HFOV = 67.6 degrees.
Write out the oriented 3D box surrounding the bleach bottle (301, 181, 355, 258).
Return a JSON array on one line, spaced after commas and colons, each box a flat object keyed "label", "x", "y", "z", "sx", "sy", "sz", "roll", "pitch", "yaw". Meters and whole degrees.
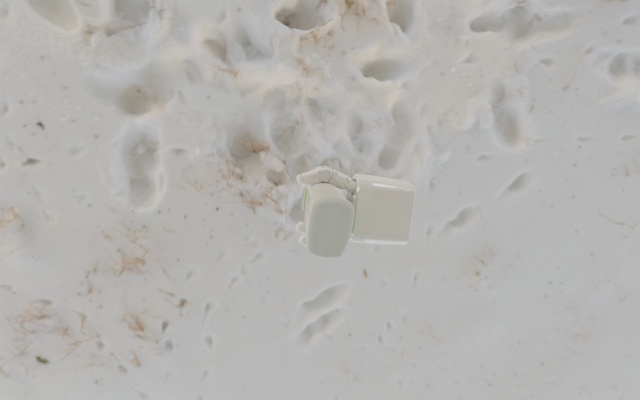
[{"label": "bleach bottle", "x": 0.000, "y": 0.003, "z": 0.838, "sx": 0.068, "sy": 0.103, "sz": 0.250, "roll": 7, "pitch": 20, "yaw": -10}]
